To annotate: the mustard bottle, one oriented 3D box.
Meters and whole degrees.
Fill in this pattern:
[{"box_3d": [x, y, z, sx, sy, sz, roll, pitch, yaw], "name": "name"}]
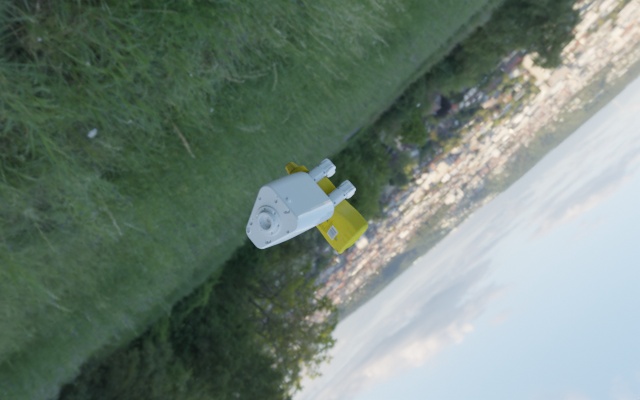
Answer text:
[{"box_3d": [0.001, 0.003, 0.889, 0.058, 0.191, 0.096, -34, -14, -32], "name": "mustard bottle"}]
